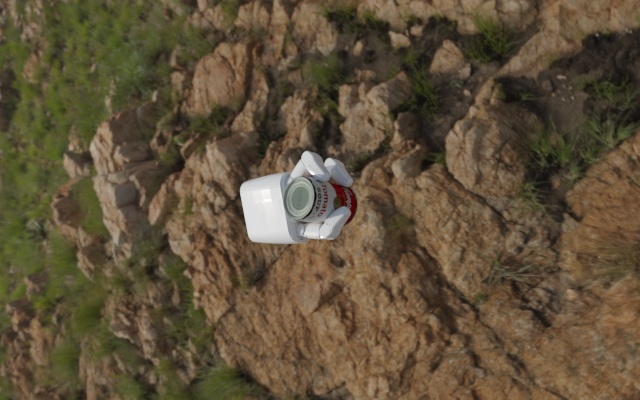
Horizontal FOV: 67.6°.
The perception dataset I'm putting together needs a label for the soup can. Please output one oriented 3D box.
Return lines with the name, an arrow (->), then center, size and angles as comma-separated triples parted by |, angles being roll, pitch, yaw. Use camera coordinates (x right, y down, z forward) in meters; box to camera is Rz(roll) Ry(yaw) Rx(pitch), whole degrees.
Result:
soup can -> 0.000, 0.002, 0.739 | 0.068, 0.068, 0.102 | 0, -8, 41
